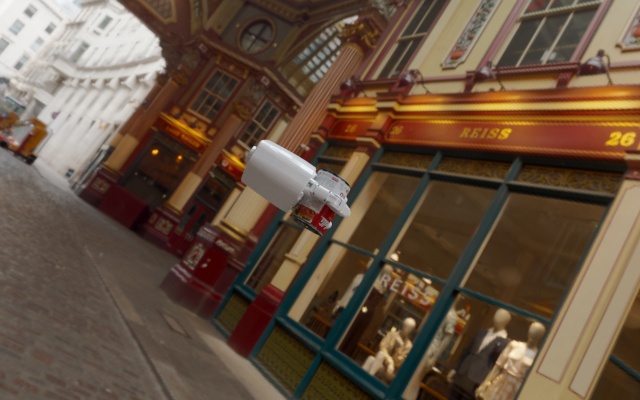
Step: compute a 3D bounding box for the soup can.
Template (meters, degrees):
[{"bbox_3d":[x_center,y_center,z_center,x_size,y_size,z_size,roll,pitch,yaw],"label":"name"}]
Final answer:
[{"bbox_3d":[0.001,0.003,0.850,0.068,0.102,0.068,31,-11,6],"label":"soup can"}]
